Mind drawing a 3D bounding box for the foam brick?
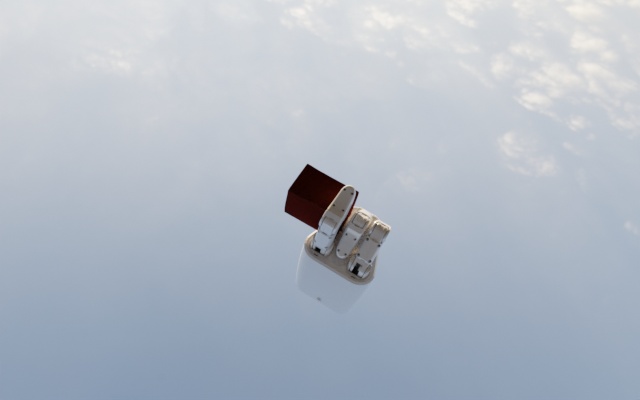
[{"bbox_3d":[0.000,0.002,0.611,0.078,0.053,0.051,30,-34,9],"label":"foam brick"}]
